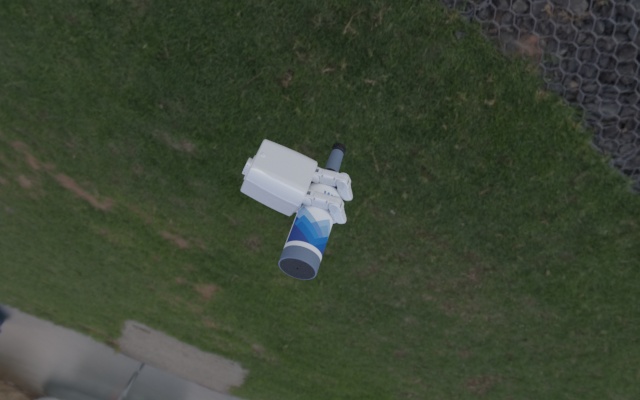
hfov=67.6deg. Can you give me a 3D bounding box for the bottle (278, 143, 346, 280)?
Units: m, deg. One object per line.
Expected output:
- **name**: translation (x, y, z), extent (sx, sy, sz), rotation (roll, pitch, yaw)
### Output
- **bottle**: translation (0.000, 0.003, 0.878), extent (0.069, 0.295, 0.069), rotation (12, -38, 9)
